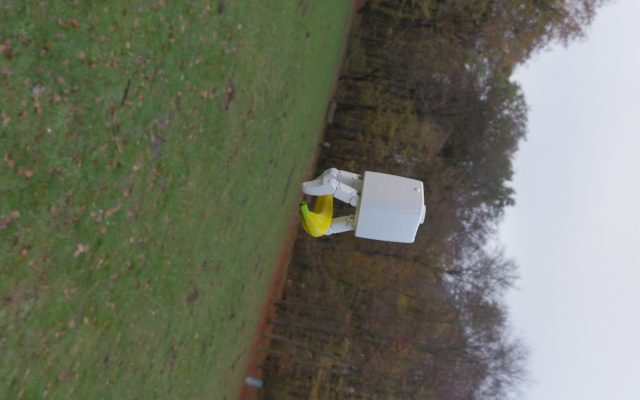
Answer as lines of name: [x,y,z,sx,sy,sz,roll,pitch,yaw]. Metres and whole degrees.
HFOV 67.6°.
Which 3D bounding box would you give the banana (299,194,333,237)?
banana: [-0.001,0.022,0.828,0.037,0.069,0.197,3,9,9]
